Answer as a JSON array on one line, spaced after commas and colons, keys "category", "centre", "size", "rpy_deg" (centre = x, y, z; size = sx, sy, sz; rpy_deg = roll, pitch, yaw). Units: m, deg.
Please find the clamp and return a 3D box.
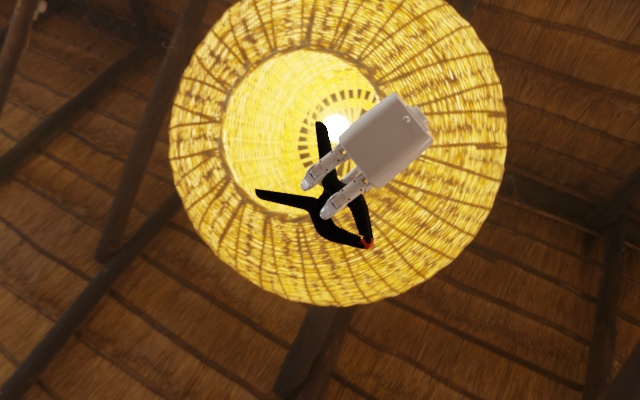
[{"category": "clamp", "centre": [0.001, 0.003, 0.761], "size": [0.164, 0.210, 0.036], "rpy_deg": [-39, -10, 17]}]
